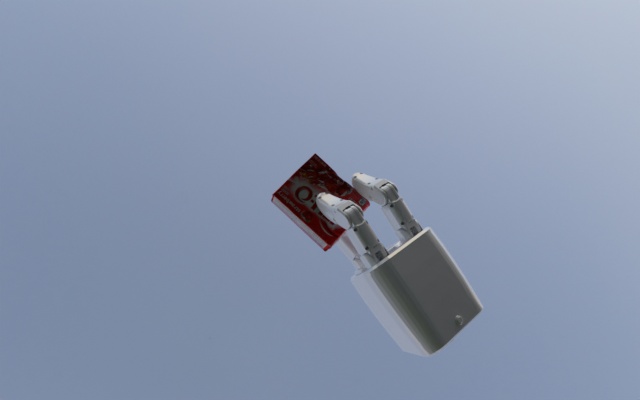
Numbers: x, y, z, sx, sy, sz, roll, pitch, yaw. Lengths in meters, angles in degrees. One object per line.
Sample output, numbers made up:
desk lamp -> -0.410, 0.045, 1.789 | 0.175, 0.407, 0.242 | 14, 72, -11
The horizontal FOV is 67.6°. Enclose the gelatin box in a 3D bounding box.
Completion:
gelatin box -> 0.000, 0.002, 0.549 | 0.073, 0.089, 0.030 | -46, -4, -21
